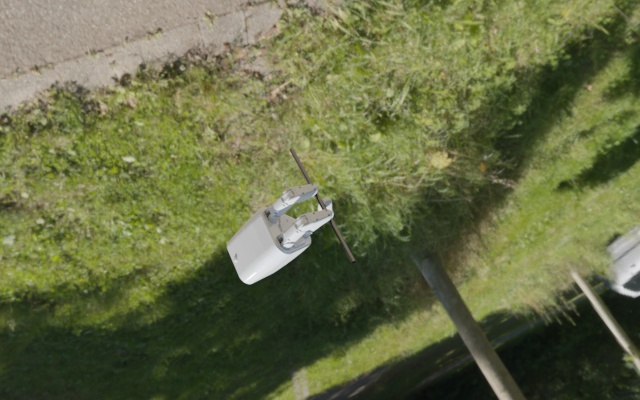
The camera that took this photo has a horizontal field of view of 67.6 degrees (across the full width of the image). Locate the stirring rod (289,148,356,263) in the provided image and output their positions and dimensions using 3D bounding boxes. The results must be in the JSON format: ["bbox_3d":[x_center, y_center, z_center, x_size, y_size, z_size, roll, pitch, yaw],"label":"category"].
[{"bbox_3d":[0.000,0.003,0.809,0.011,0.239,0.011,-23,-26,-12],"label":"stirring rod"}]
